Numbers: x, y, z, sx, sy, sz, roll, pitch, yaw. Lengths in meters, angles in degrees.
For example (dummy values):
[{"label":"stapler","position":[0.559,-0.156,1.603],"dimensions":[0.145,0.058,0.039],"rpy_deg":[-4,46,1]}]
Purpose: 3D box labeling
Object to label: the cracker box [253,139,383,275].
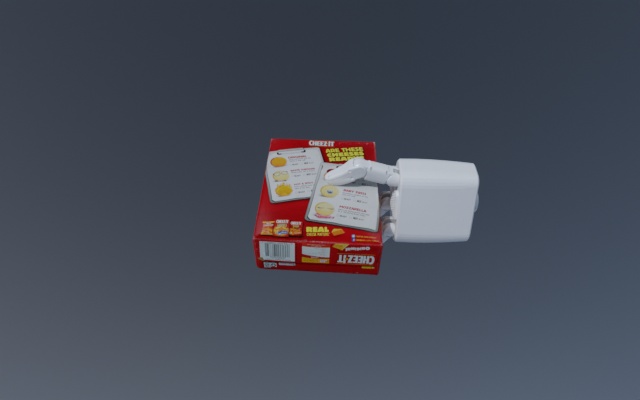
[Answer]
[{"label":"cracker box","position":[0.000,0.002,0.684],"dimensions":[0.164,0.072,0.213],"rpy_deg":[2,43,0]}]
